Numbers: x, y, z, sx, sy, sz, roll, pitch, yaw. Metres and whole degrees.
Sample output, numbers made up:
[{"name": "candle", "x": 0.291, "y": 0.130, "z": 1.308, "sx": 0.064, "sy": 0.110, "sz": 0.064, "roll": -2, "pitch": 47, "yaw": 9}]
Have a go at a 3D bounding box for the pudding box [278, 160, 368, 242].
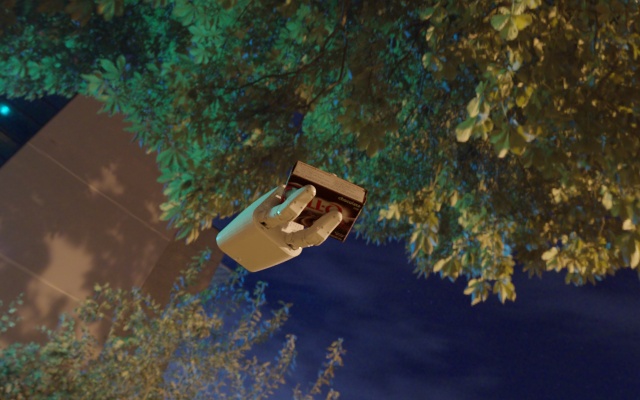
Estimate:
[{"name": "pudding box", "x": 0.000, "y": 0.002, "z": 0.693, "sx": 0.113, "sy": 0.039, "sz": 0.090, "roll": 21, "pitch": -44, "yaw": -4}]
